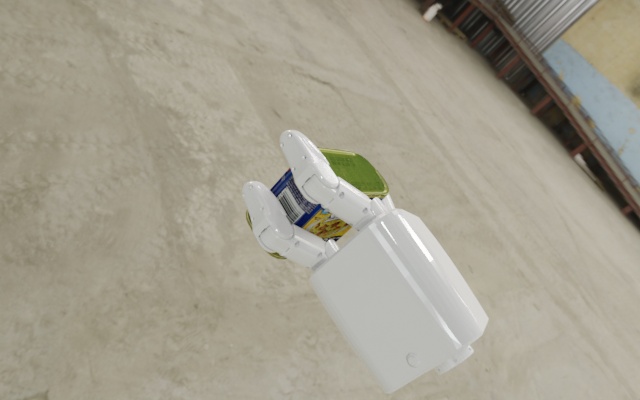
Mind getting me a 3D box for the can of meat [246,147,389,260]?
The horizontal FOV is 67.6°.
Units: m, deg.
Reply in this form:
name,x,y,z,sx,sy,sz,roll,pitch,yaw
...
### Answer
name,x,y,z,sx,sy,sz,roll,pitch,yaw
can of meat,0.000,0.001,0.418,0.084,0.057,0.102,-45,-24,29
